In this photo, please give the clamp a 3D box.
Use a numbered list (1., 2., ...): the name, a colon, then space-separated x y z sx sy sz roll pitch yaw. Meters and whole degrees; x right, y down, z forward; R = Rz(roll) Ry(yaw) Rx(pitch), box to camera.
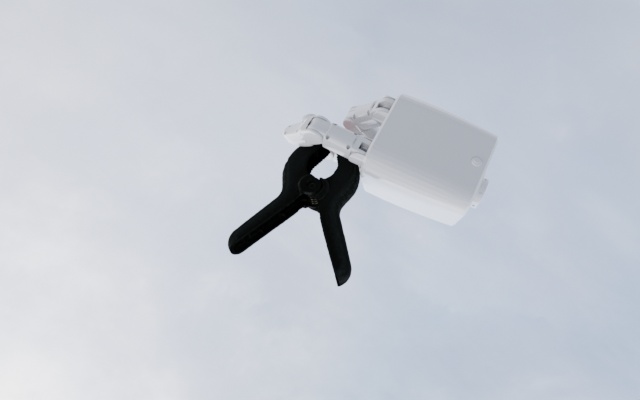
1. clamp: 0.000 0.002 0.472 0.120 0.171 0.039 25 -23 12
